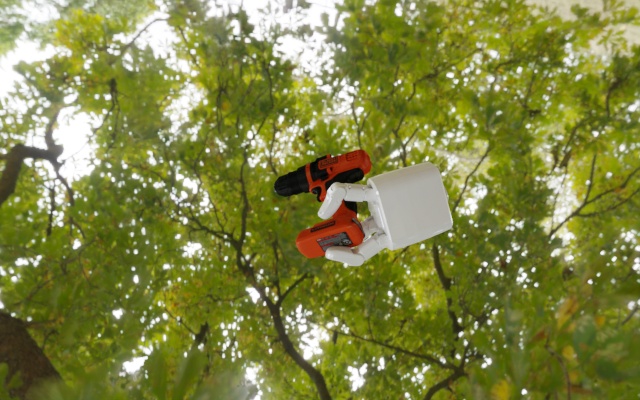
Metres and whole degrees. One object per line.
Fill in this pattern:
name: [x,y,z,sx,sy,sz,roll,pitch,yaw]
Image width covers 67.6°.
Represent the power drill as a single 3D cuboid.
power drill: [0.000,0.003,0.806,0.184,0.187,0.057,-18,-44,19]
